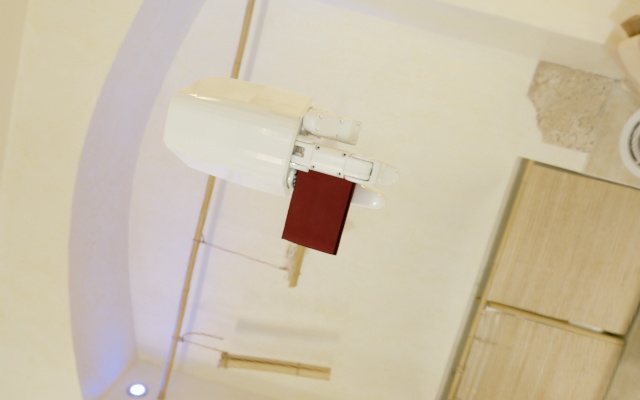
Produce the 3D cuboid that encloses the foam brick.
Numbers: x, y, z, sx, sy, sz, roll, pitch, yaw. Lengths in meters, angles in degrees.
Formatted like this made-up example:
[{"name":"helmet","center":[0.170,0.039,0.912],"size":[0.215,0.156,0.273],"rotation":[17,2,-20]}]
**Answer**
[{"name":"foam brick","center":[0.000,0.002,0.434],"size":[0.051,0.078,0.053],"rotation":[15,8,0]}]
